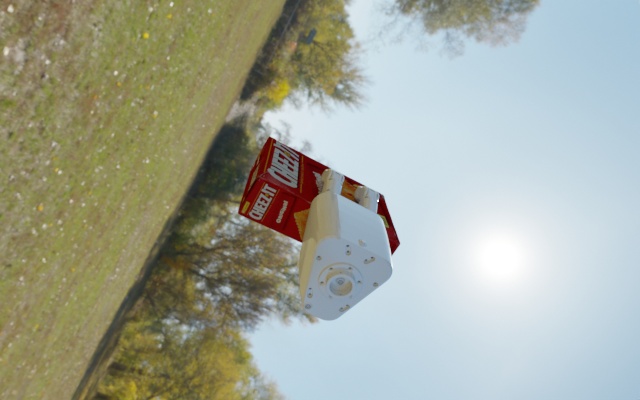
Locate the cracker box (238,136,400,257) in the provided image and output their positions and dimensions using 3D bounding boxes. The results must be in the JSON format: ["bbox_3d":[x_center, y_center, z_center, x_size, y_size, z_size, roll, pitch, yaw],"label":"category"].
[{"bbox_3d":[0.000,0.003,0.698,0.214,0.072,0.164,27,22,-13],"label":"cracker box"}]
